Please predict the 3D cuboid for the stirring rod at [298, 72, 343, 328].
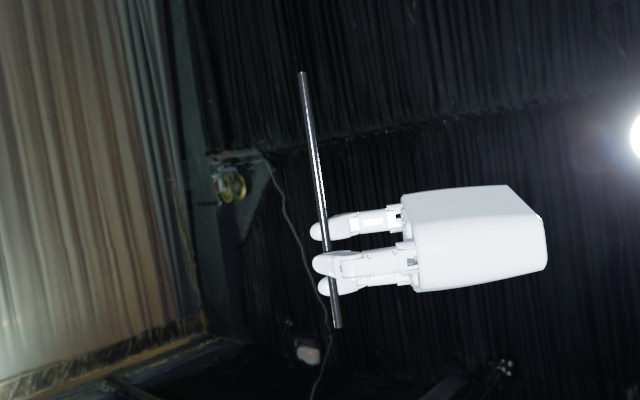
[{"bbox_3d":[0.000,0.001,0.447,0.011,0.239,0.011,-8,4,1],"label":"stirring rod"}]
